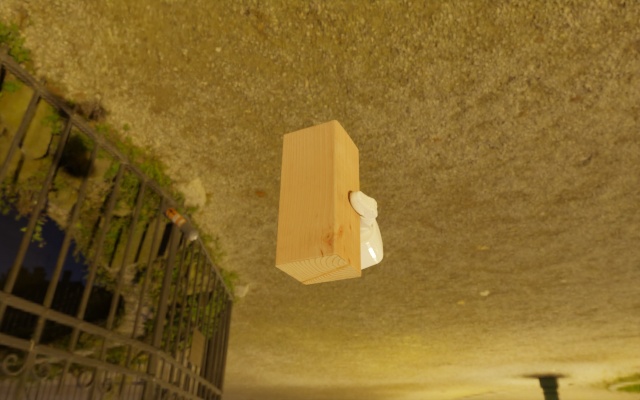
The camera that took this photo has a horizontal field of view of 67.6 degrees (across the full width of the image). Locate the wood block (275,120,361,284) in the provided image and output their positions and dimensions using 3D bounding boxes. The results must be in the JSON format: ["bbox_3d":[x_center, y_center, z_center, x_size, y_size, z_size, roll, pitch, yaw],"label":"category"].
[{"bbox_3d":[0.001,0.002,0.679,0.091,0.206,0.090,-12,-31,23],"label":"wood block"}]
